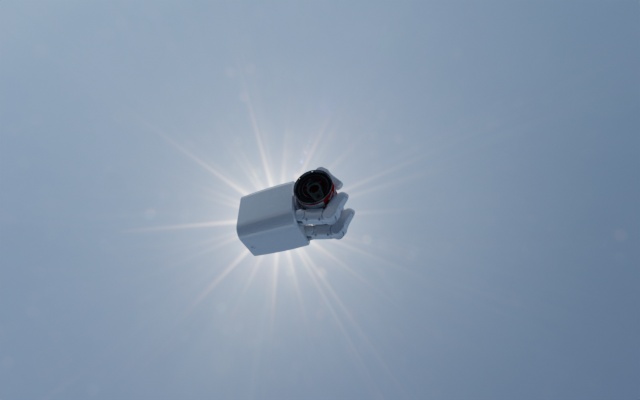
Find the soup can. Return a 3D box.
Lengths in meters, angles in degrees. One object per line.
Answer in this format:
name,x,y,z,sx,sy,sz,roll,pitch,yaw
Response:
soup can,0.001,0.003,0.837,0.068,0.068,0.102,0,-32,18
